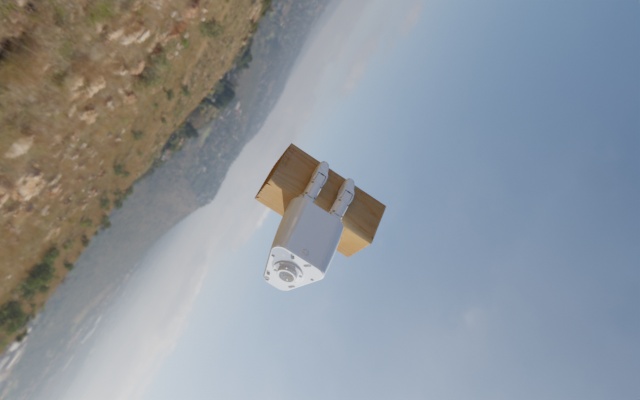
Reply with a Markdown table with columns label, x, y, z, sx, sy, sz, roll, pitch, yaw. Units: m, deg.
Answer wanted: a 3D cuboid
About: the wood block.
| label | x | y | z | sx | sy | sz | roll | pitch | yaw |
| --- | --- | --- | --- | --- | --- | --- | --- | --- | --- |
| wood block | 0.000 | 0.003 | 0.859 | 0.206 | 0.090 | 0.091 | 33 | -34 | -11 |
